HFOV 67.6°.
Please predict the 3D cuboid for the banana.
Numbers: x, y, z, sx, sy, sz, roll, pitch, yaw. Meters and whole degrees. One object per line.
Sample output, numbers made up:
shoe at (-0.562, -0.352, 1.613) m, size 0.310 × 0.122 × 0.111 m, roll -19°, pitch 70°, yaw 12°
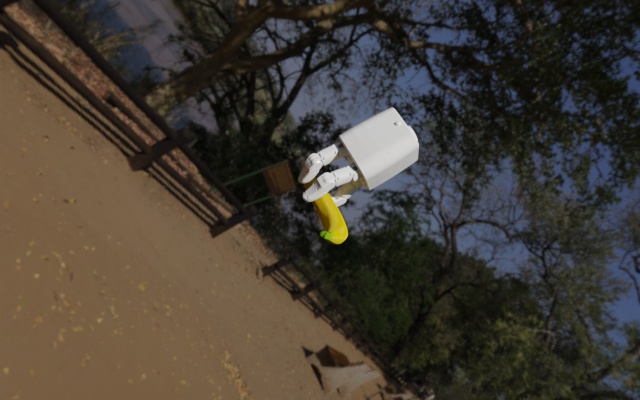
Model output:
banana at (0.010, 0.017, 0.808) m, size 0.037 × 0.070 × 0.197 m, roll -31°, pitch 33°, yaw 6°
